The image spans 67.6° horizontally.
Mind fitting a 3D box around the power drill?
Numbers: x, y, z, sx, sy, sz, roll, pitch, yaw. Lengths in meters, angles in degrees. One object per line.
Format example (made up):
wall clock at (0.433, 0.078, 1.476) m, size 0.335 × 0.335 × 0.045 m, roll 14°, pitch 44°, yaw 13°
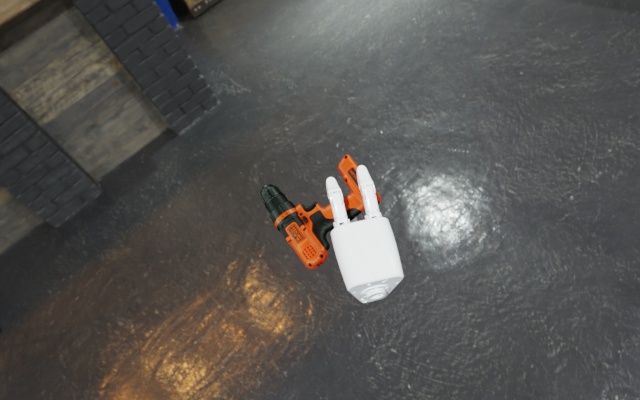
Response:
power drill at (0.001, 0.003, 0.871) m, size 0.187 × 0.184 × 0.057 m, roll -39°, pitch -17°, yaw 6°
